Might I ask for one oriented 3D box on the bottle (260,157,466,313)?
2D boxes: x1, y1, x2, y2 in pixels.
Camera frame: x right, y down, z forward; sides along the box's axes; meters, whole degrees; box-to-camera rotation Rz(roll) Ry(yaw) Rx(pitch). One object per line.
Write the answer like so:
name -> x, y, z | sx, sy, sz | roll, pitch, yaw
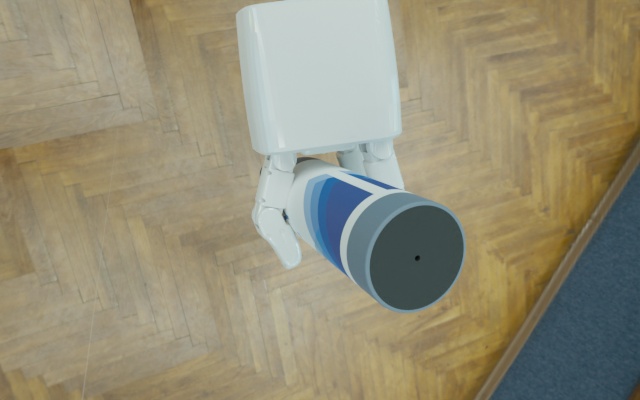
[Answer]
bottle -> 0.000, 0.001, 0.400 | 0.069, 0.069, 0.295 | 0, 12, -22
